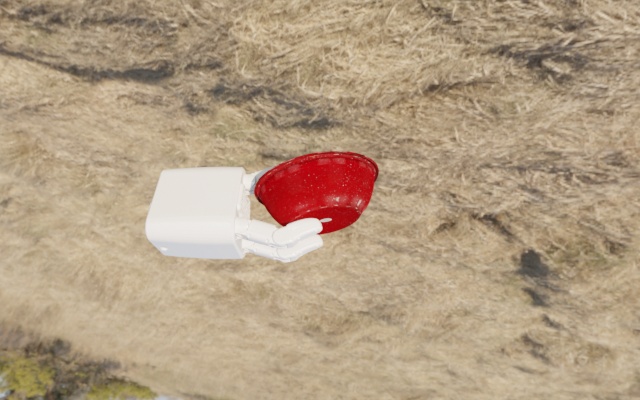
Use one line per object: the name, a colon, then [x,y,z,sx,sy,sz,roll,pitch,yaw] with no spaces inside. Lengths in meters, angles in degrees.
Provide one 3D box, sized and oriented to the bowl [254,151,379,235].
bowl: [0.001,0.002,0.599,0.162,0.055,0.162,-10,-24,-4]
